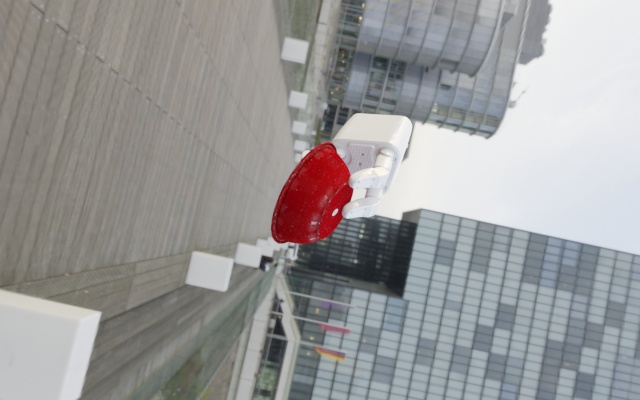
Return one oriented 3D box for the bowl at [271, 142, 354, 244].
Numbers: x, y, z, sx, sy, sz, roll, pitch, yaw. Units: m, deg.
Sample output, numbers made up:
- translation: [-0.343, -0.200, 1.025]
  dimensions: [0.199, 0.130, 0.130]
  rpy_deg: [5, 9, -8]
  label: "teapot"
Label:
- translation: [0.000, 0.003, 0.672]
  dimensions: [0.055, 0.162, 0.162]
  rpy_deg: [29, 11, 20]
  label: "bowl"
